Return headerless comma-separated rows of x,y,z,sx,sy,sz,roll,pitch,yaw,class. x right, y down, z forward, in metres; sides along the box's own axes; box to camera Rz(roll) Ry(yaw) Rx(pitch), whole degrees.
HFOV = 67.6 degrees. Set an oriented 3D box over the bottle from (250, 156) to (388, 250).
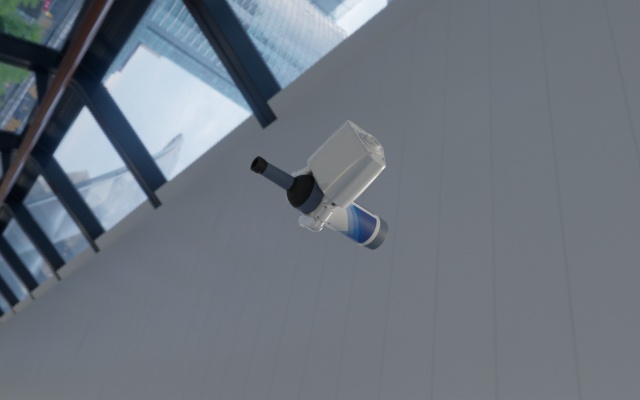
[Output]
0.000,0.003,0.868,0.296,0.069,0.069,31,-17,-30,bottle
